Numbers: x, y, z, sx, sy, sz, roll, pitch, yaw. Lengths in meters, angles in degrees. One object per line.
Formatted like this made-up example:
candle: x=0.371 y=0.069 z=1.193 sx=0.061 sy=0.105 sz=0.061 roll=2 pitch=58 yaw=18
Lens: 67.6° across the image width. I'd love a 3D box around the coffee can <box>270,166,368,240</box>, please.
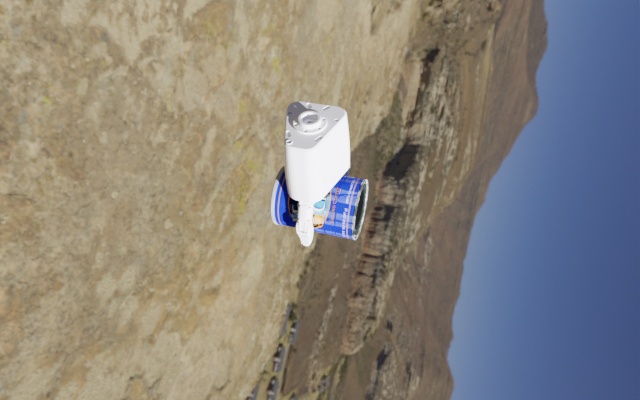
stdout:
coffee can: x=0.000 y=0.003 z=0.797 sx=0.140 sy=0.103 sz=0.103 roll=11 pitch=2 yaw=13
